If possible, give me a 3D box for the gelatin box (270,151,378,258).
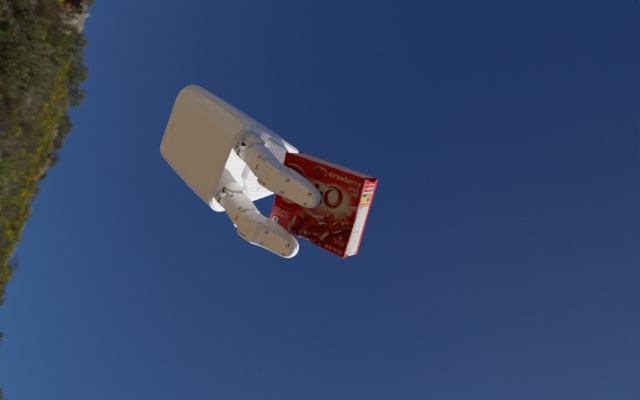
[{"bbox_3d":[0.001,0.002,0.437,0.089,0.073,0.030,22,14,29],"label":"gelatin box"}]
